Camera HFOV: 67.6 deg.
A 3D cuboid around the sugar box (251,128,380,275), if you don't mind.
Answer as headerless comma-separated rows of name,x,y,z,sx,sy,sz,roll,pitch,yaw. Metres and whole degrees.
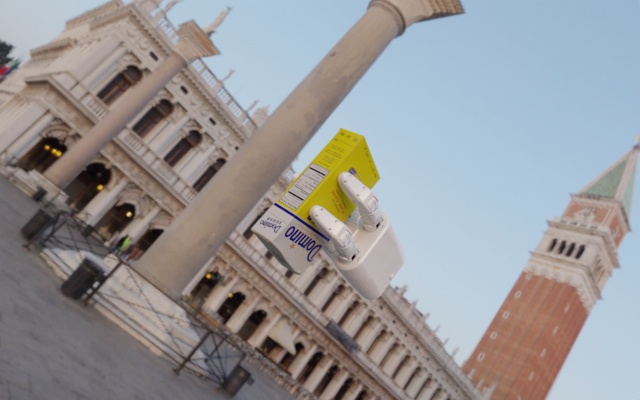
sugar box,0.001,0.002,0.605,0.048,0.176,0.093,26,-20,35
